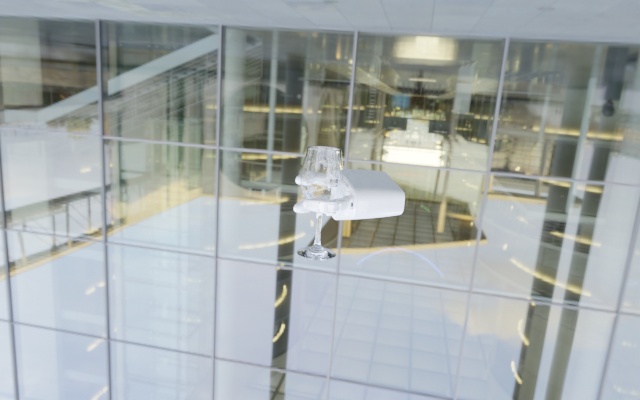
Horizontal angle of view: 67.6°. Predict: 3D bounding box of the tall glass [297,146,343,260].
[{"bbox_3d":[0.000,0.004,0.875,0.079,0.201,0.079,4,13,-1],"label":"tall glass"}]
